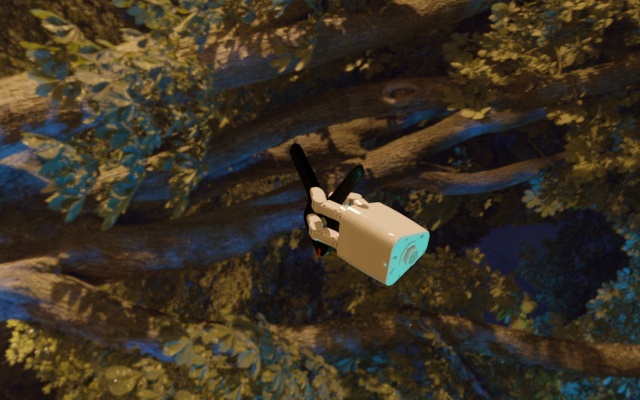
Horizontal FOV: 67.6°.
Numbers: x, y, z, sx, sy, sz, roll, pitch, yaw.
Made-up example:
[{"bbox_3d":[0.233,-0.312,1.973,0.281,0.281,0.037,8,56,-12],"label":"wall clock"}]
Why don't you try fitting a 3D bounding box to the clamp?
[{"bbox_3d":[0.001,0.003,0.862,0.036,0.210,0.164,-23,41,-40],"label":"clamp"}]
